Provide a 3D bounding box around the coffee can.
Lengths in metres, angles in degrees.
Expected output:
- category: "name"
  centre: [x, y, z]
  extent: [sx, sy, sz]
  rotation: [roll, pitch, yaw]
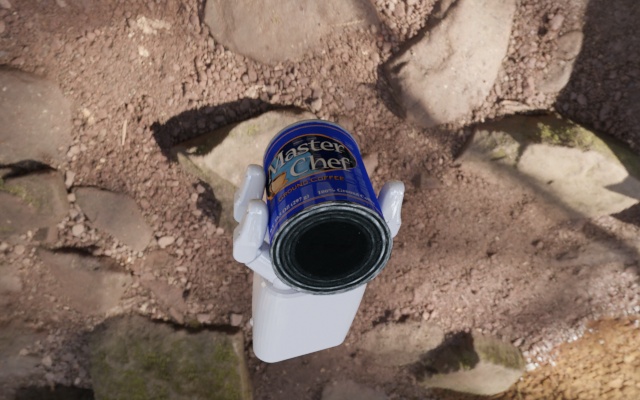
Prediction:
- category: "coffee can"
  centre: [0.000, 0.001, 0.444]
  extent: [0.103, 0.103, 0.140]
  rotation: [0, 36, -9]
